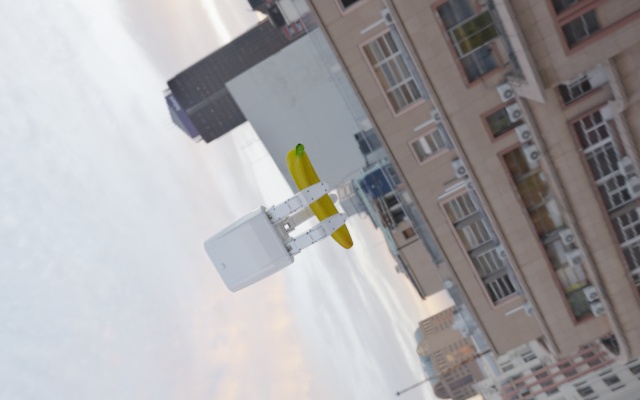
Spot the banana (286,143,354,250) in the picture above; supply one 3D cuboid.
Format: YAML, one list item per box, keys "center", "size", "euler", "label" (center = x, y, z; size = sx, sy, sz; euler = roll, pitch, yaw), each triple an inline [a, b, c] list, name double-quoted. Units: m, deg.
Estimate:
- center: [-0.006, -0.008, 0.737]
  size: [0.037, 0.198, 0.069]
  euler: [-30, 28, -2]
  label: "banana"
